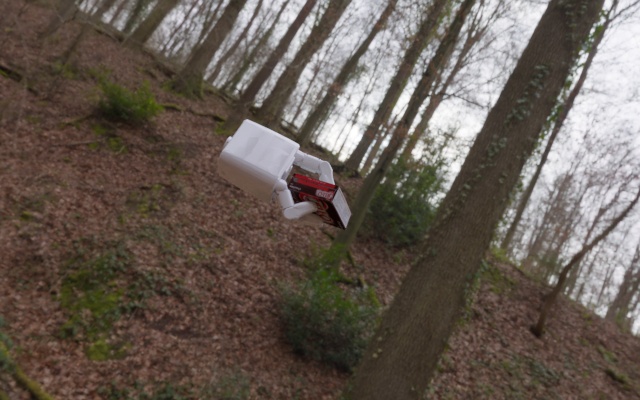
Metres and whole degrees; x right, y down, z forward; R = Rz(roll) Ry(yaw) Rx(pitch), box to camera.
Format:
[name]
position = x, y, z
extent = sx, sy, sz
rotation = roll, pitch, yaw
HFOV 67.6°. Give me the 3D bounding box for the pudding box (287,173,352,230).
[pudding box]
position = 0.000, 0.003, 0.837
extent = 0.090, 0.039, 0.113
rotation = 18, -19, 25
